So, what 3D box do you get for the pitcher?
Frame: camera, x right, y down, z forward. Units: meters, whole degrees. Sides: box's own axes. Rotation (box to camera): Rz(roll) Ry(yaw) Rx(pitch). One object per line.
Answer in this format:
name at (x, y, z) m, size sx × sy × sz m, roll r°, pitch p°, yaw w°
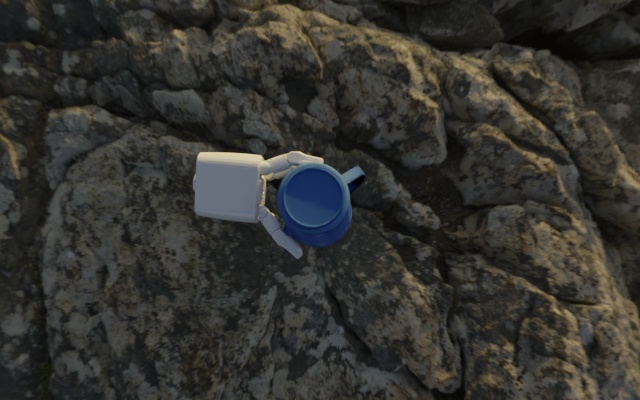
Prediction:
pitcher at (0.000, 0.003, 0.812) m, size 0.145 × 0.149 × 0.243 m, roll 8°, pitch -6°, yaw 2°
